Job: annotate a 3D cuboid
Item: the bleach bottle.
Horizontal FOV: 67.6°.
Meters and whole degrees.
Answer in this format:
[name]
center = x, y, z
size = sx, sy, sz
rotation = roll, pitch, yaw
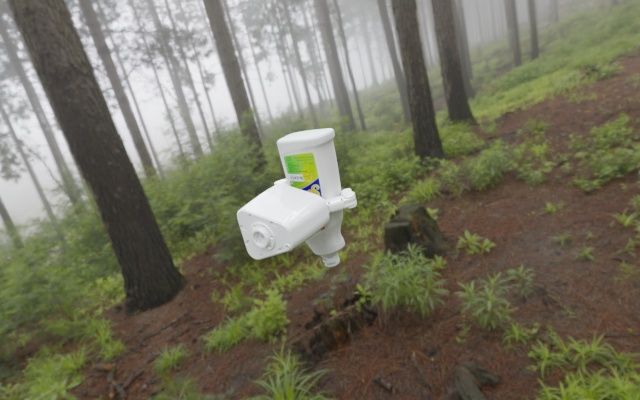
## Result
[bleach bottle]
center = 0.000, 0.003, 0.854
size = 0.102, 0.251, 0.068
rotation = -1, 23, 35
